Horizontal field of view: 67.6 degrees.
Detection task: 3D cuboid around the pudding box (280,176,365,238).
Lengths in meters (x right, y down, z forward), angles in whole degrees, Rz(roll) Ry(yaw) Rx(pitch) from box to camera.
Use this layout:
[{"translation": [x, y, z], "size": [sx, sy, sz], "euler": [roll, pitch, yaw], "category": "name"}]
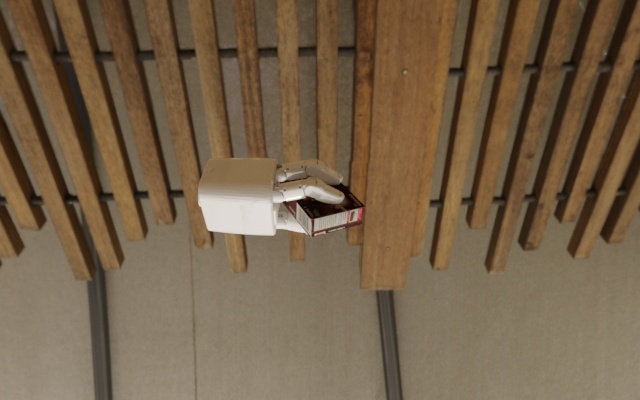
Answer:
[{"translation": [0.000, 0.003, 0.722], "size": [0.090, 0.039, 0.113], "euler": [-14, 40, -24], "category": "pudding box"}]
